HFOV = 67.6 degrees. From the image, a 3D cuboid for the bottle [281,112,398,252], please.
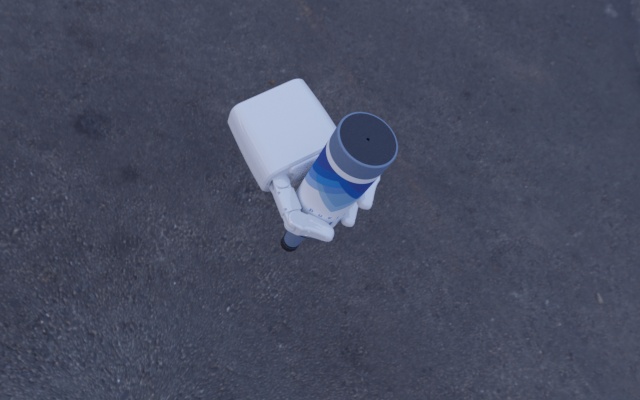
[{"bbox_3d":[0.000,0.002,0.600,0.069,0.069,0.296,0,-26,-21],"label":"bottle"}]
